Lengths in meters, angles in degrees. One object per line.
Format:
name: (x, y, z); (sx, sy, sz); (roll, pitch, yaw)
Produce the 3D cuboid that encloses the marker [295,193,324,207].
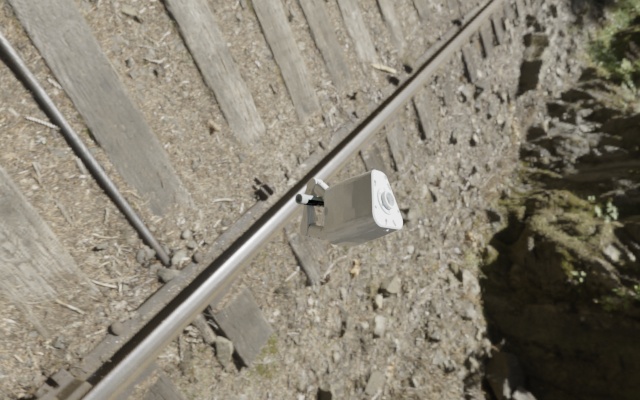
marker: (0.000, 0.003, 0.887); (0.020, 0.020, 0.121); (0, -6, 40)
